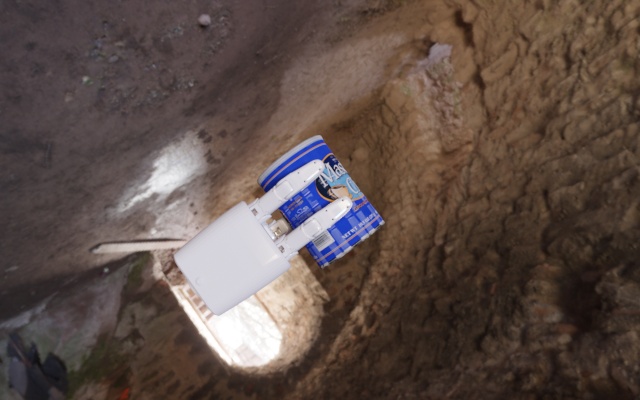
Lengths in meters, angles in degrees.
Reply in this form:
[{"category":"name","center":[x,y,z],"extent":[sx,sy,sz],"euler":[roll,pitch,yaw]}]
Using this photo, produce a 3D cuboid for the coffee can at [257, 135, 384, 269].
[{"category":"coffee can","center":[0.000,0.002,0.619],"extent":[0.103,0.140,0.103],"euler":[-36,-3,-2]}]
